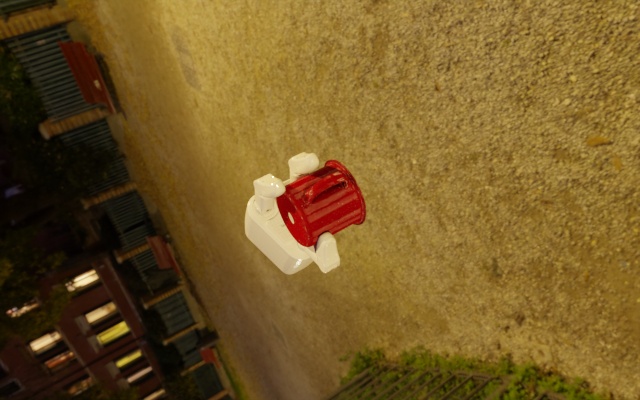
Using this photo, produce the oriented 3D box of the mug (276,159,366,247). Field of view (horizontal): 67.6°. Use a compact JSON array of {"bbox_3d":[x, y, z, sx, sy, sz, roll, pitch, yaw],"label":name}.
[{"bbox_3d":[0.000,0.002,0.587,0.081,0.093,0.117,-27,-14,-21],"label":"mug"}]
